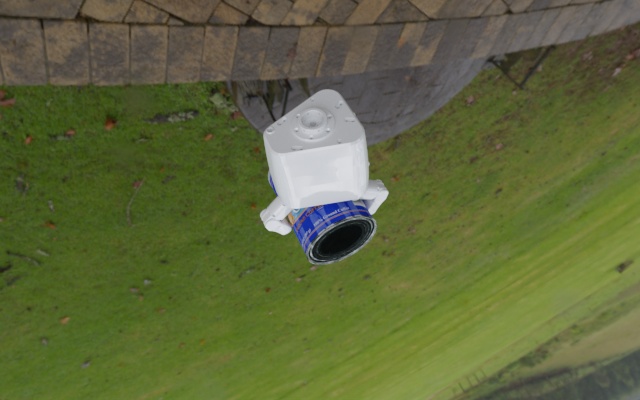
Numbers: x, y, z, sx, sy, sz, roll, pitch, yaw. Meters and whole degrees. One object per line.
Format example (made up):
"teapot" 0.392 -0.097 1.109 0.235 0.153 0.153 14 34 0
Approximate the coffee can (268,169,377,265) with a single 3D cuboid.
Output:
"coffee can" 0.000 0.002 0.660 0.103 0.140 0.103 -21 -32 -14
